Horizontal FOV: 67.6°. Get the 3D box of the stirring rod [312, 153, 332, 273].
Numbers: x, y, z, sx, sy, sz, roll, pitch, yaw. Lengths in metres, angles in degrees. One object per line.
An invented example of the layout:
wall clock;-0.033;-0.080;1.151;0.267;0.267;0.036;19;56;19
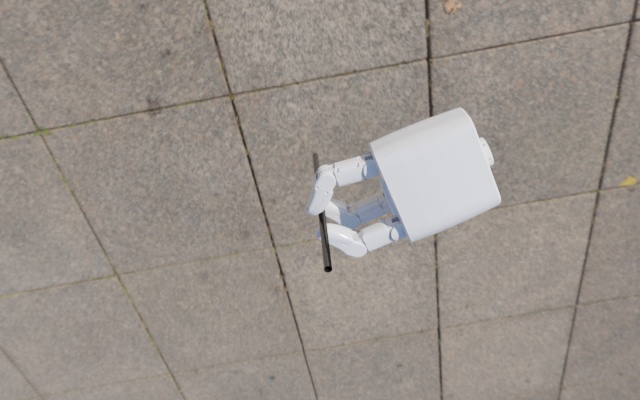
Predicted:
stirring rod;0.000;0.002;0.558;0.011;0.011;0.239;0;32;-4
